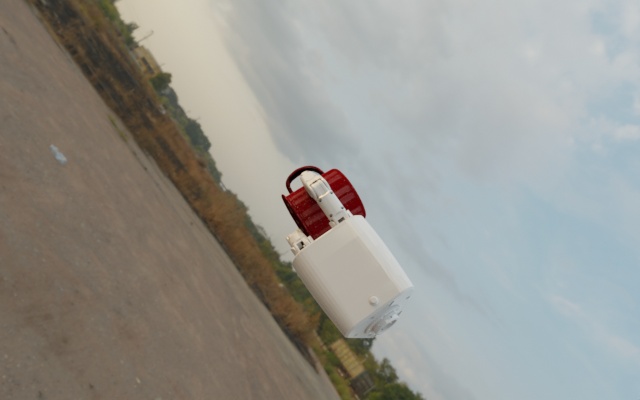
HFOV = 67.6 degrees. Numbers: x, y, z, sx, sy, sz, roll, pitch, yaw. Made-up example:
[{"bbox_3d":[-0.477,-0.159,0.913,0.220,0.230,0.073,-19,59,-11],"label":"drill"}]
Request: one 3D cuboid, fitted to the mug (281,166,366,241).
[{"bbox_3d":[0.000,0.001,0.638,0.081,0.117,0.093,-32,-25,-8],"label":"mug"}]
